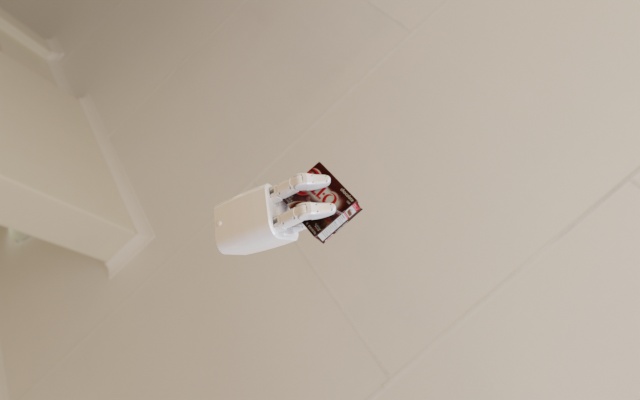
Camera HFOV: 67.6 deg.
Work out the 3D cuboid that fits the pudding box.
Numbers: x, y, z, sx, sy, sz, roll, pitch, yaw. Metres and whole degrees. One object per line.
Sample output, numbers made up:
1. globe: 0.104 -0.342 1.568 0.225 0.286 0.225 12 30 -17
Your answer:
1. pudding box: 0.000 0.003 0.787 0.113 0.090 0.039 48 -1 33
